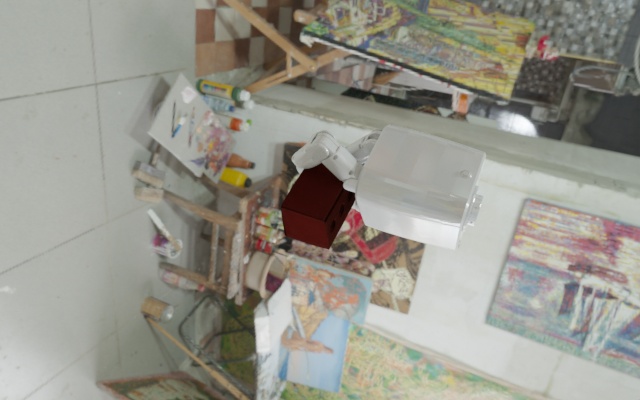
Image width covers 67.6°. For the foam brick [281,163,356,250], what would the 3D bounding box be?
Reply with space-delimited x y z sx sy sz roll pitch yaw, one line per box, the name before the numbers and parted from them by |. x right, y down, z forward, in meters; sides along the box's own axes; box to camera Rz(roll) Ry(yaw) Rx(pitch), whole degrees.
foam brick | 0.000 0.002 0.499 0.051 0.078 0.053 19 -34 17
